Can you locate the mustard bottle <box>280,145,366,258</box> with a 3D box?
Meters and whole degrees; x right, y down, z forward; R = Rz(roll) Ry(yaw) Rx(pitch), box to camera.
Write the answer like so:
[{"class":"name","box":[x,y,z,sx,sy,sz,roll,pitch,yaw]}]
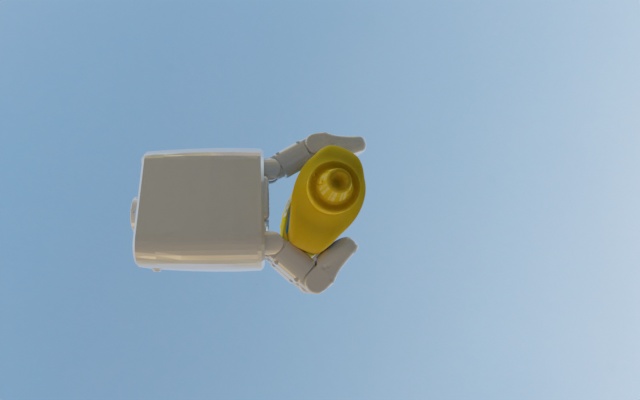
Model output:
[{"class":"mustard bottle","box":[0.000,0.002,0.432,0.058,0.096,0.192,25,-12,-3]}]
